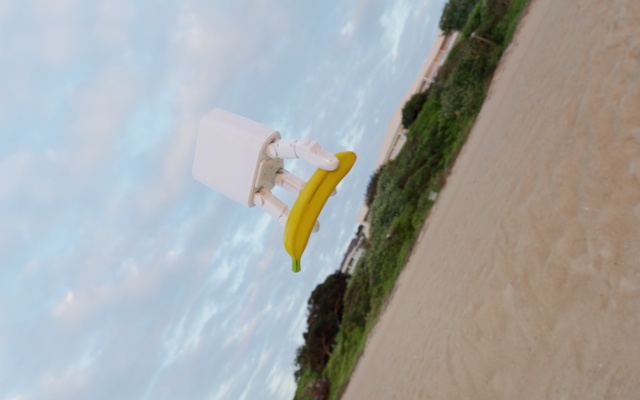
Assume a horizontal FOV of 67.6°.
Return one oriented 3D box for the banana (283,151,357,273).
[{"bbox_3d":[-0.003,-0.003,0.644,0.037,0.197,0.070,23,-22,17],"label":"banana"}]
